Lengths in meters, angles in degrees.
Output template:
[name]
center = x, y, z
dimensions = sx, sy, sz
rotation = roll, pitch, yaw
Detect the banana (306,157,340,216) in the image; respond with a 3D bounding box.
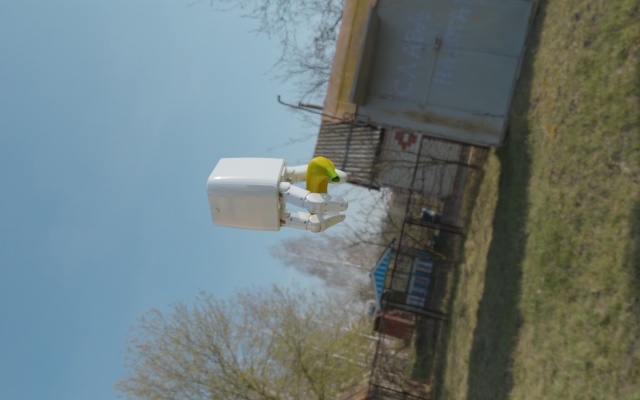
[banana]
center = -0.003, -0.016, 0.751
dimensions = 0.037, 0.069, 0.198
rotation = -7, -24, -8
